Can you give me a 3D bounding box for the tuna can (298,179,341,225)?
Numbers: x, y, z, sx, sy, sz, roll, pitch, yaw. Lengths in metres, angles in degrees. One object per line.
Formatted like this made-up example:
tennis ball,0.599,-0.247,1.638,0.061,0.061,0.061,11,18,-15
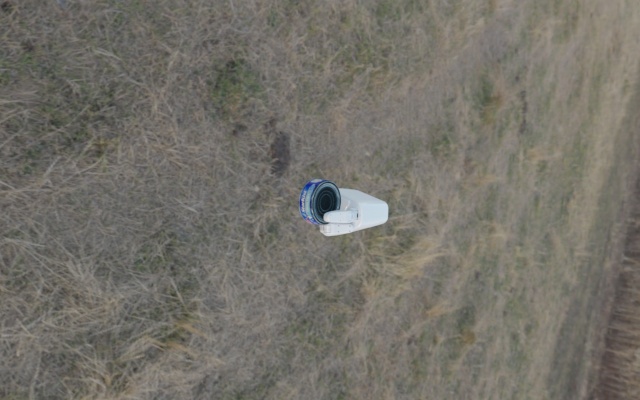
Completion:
tuna can,0.001,0.003,0.894,0.034,0.086,0.086,8,5,42
